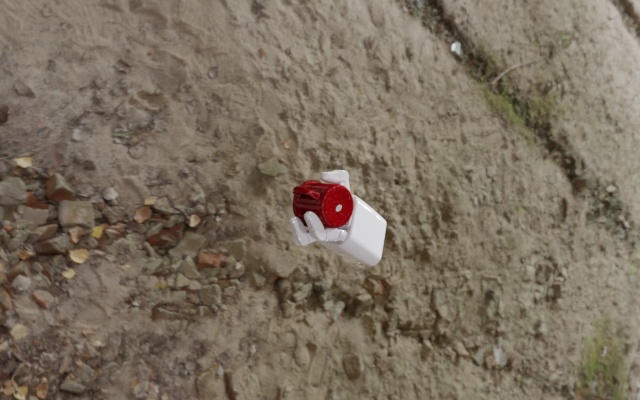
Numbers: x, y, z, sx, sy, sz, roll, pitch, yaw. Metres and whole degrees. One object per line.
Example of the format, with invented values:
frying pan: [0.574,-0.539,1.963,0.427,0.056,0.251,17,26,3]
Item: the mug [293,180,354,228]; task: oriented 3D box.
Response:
mug: [-0.001,0.002,0.891,0.117,0.093,0.081,34,-18,-36]
